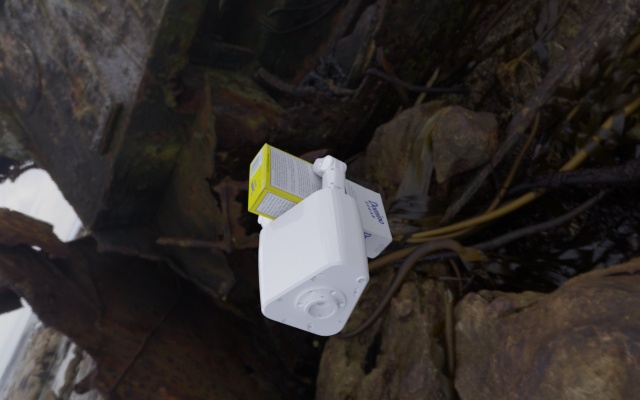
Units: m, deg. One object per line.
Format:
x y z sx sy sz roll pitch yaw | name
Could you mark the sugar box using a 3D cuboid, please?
0.000 0.002 0.587 0.176 0.048 0.093 25 33 -24 | sugar box
